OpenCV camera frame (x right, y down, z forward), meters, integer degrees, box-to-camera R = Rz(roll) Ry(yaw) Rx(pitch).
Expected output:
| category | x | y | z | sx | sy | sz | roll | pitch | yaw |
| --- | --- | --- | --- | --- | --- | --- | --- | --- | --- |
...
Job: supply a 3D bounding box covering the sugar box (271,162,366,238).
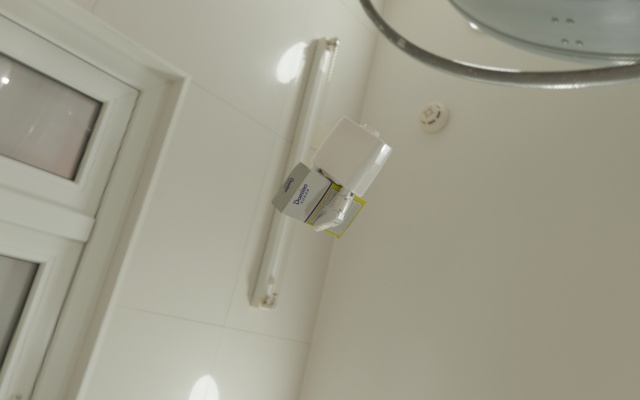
| category | x | y | z | sx | sy | sz | roll | pitch | yaw |
| --- | --- | --- | --- | --- | --- | --- | --- | --- | --- |
| sugar box | 0.000 | 0.003 | 0.893 | 0.176 | 0.093 | 0.048 | 29 | 10 | -44 |
